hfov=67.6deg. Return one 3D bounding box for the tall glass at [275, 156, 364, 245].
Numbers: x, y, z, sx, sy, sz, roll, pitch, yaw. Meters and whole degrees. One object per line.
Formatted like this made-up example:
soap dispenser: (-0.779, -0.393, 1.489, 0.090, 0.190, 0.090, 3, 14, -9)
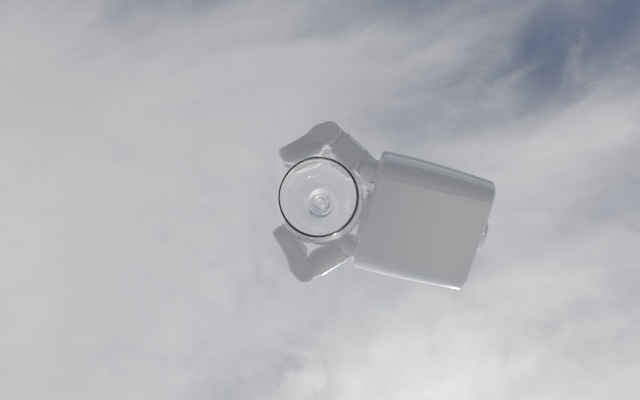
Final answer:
tall glass: (0.000, 0.002, 0.460, 0.079, 0.079, 0.201, 0, -2, 1)
